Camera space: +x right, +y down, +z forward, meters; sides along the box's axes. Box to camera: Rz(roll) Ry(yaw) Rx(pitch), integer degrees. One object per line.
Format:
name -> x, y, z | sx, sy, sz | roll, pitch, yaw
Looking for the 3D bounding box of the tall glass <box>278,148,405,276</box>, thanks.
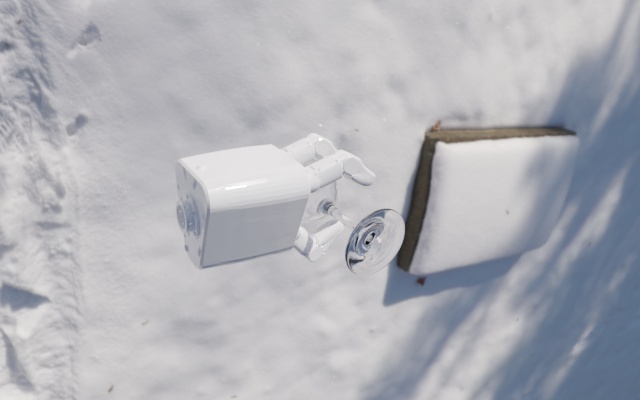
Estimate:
tall glass -> 0.001, 0.002, 0.540 | 0.079, 0.079, 0.201 | 0, 24, -37
